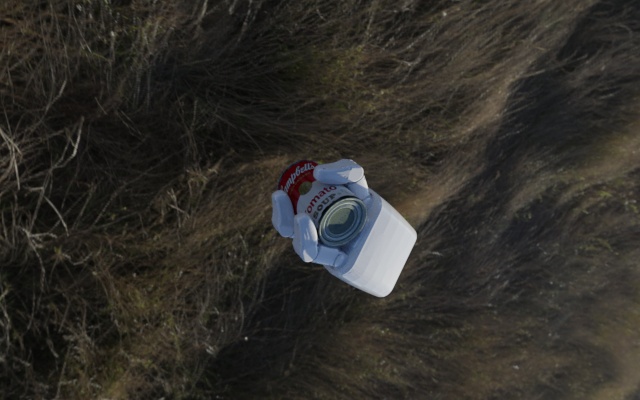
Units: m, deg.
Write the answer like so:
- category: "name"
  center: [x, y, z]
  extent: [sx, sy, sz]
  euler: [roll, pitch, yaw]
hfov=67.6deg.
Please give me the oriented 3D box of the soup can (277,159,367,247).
- category: "soup can"
  center: [0.000, 0.002, 0.573]
  extent: [0.068, 0.068, 0.102]
  euler: [0, 28, -35]
